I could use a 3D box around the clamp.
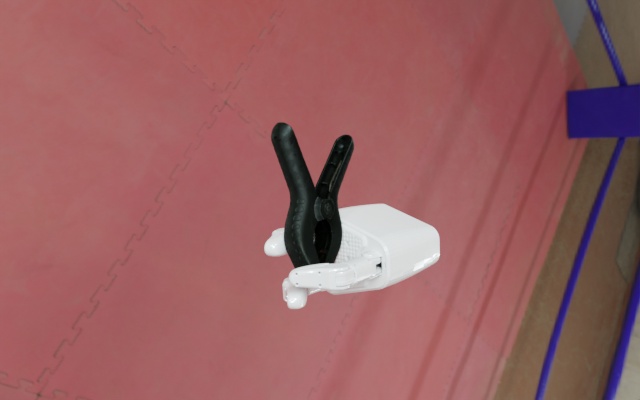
[{"bbox_3d":[0.000,0.002,0.510,0.039,0.171,0.120,6,12,45],"label":"clamp"}]
